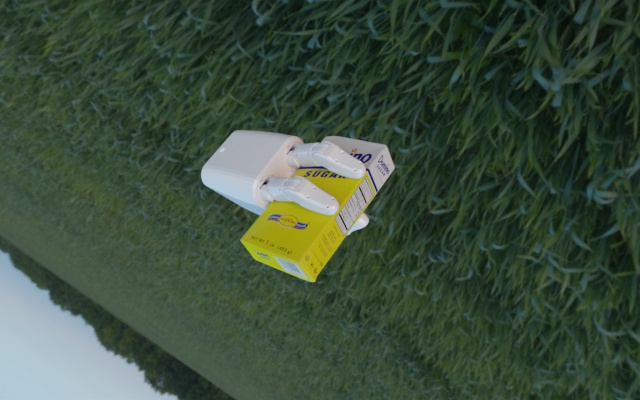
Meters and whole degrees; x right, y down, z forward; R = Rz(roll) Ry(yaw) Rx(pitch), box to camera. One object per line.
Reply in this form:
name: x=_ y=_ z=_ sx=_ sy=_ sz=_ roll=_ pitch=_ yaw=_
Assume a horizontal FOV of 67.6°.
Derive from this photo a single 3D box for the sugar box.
sugar box: x=0.000 y=0.001 z=0.543 sx=0.093 sy=0.176 sz=0.048 roll=15 pitch=-30 yaw=38
